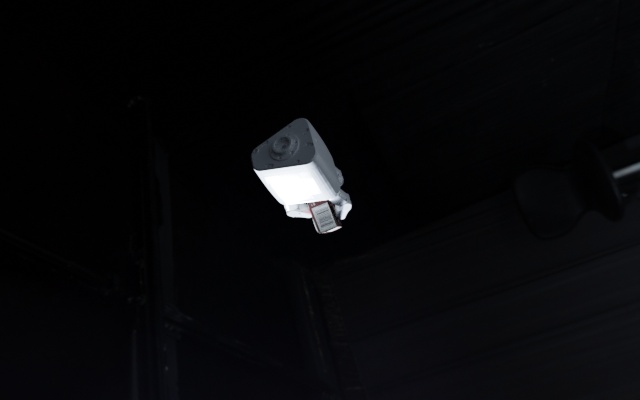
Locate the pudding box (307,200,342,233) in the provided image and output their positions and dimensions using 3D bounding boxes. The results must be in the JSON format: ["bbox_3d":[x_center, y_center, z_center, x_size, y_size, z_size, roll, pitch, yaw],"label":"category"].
[{"bbox_3d":[0.000,0.003,0.872,0.039,0.113,0.090,-20,-6,7],"label":"pudding box"}]
